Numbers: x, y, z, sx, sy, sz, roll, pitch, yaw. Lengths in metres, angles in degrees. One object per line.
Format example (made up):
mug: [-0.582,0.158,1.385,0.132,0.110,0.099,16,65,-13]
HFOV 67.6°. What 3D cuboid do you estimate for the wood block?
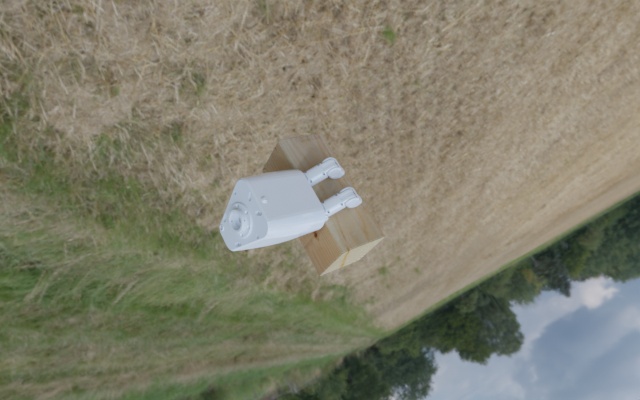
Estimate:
wood block: [0.000,0.003,0.773,0.090,0.206,0.091,-17,-22,-36]
